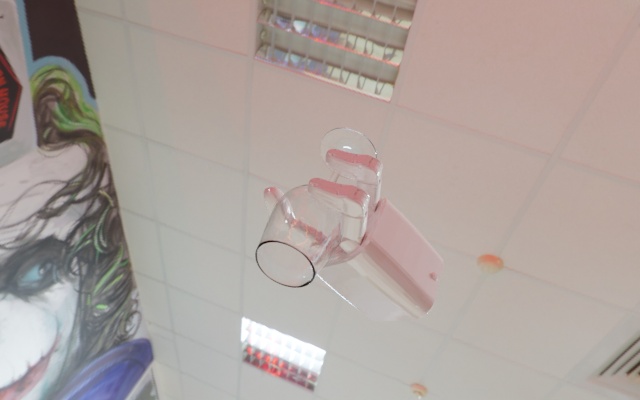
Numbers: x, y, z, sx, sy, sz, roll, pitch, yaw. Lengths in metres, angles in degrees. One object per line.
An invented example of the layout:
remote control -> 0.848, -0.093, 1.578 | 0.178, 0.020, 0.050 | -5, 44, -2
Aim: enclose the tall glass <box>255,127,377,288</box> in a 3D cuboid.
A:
tall glass -> 0.000, 0.001, 0.522 | 0.079, 0.079, 0.201 | 0, 37, 26
